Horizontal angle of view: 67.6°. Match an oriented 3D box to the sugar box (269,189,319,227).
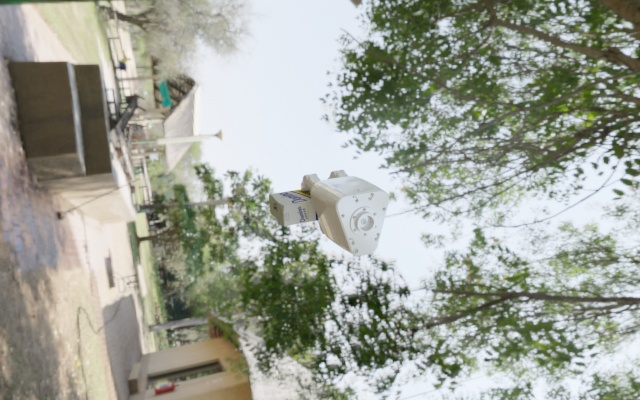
[{"bbox_3d":[0.000,0.002,0.893,0.176,0.048,0.093,-7,17,-20],"label":"sugar box"}]
